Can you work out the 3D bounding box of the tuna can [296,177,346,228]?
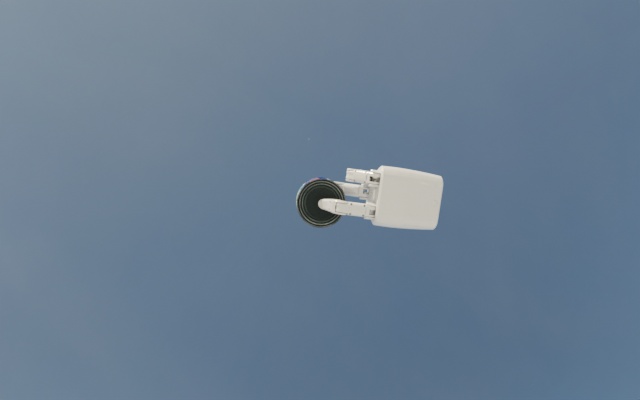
[{"bbox_3d":[0.000,0.003,0.835,0.086,0.086,0.033,0,8,-7],"label":"tuna can"}]
